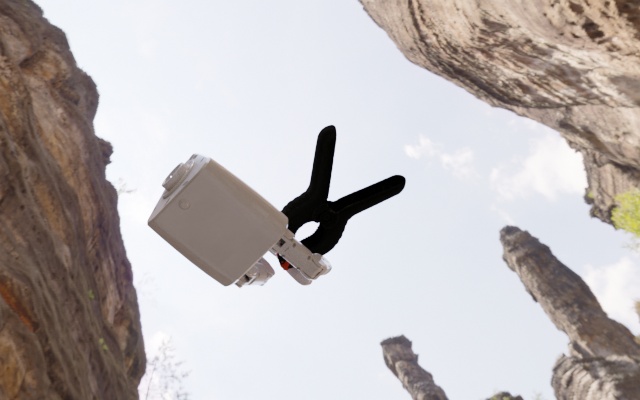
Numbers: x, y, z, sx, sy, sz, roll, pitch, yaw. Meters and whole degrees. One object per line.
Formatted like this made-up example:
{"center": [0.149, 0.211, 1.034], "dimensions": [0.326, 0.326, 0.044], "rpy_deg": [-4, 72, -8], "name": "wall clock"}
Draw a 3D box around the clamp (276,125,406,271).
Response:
{"center": [0.000, 0.002, 0.529], "dimensions": [0.120, 0.171, 0.039], "rpy_deg": [43, 8, -23], "name": "clamp"}
